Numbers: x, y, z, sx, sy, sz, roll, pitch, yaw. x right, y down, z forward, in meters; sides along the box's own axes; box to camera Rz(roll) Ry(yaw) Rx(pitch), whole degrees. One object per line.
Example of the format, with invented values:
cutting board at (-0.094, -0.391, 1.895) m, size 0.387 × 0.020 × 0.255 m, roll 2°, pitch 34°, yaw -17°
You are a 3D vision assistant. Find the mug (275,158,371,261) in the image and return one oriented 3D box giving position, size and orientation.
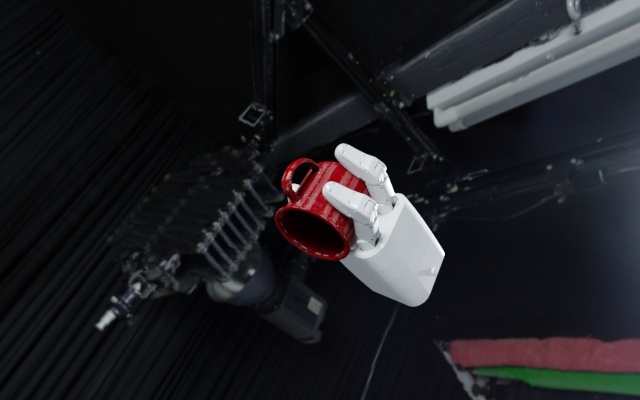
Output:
mug at (-0.001, 0.001, 0.547) m, size 0.093 × 0.081 × 0.117 m, roll -10°, pitch -50°, yaw 46°
